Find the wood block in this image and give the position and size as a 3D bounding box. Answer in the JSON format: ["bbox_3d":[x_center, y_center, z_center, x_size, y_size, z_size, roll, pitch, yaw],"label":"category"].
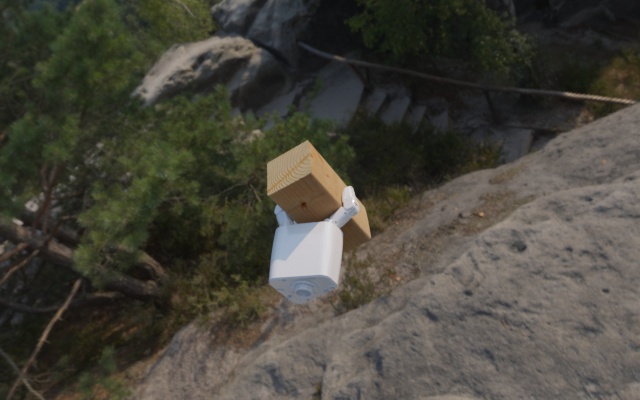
[{"bbox_3d":[0.000,0.003,0.875,0.091,0.090,0.206,-27,-49,19],"label":"wood block"}]
